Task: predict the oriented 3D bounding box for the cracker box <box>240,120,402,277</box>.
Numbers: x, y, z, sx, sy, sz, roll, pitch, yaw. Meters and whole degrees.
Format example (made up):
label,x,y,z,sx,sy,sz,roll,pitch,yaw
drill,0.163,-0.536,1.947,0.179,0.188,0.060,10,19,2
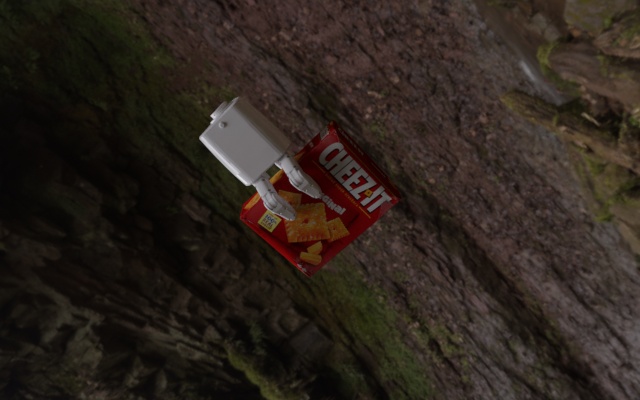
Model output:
label,x,y,z,sx,sy,sz,roll,pitch,yaw
cracker box,0.000,0.003,0.790,0.214,0.164,0.072,-42,18,14
